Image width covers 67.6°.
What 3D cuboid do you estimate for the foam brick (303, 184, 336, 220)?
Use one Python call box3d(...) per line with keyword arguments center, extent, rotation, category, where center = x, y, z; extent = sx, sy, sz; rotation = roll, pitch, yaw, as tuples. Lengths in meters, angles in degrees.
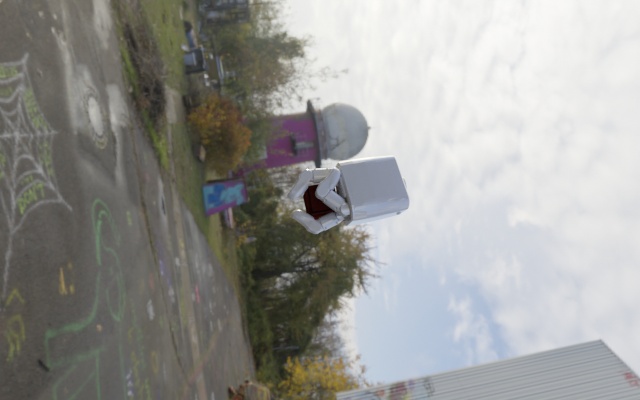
box3d(center=(0.000, 0.003, 0.878), extent=(0.051, 0.053, 0.078), rotation=(-11, -10, -9), category="foam brick")
